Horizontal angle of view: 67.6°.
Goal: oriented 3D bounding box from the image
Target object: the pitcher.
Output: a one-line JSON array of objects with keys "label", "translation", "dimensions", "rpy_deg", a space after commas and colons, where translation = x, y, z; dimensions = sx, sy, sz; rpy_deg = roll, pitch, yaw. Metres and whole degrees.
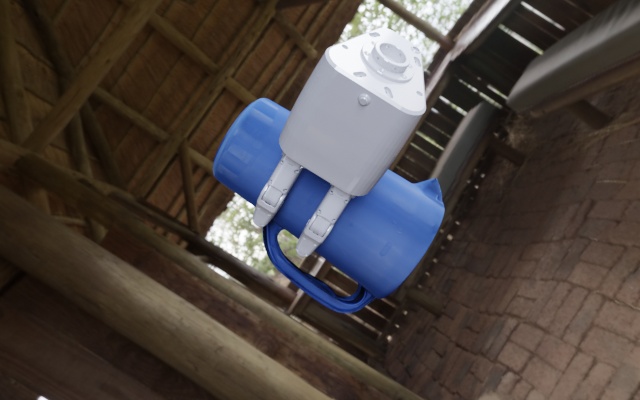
[{"label": "pitcher", "translation": [0.000, 0.002, 0.540], "dimensions": [0.243, 0.149, 0.145], "rpy_deg": [33, -43, -1]}]
